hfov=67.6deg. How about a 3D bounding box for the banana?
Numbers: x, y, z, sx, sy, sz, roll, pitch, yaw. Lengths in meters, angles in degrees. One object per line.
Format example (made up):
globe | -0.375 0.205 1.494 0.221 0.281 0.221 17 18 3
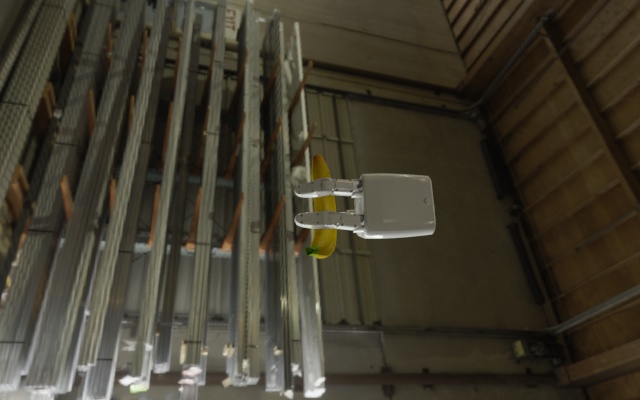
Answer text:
banana | 0.004 0.017 0.749 0.037 0.197 0.070 -7 -41 10
